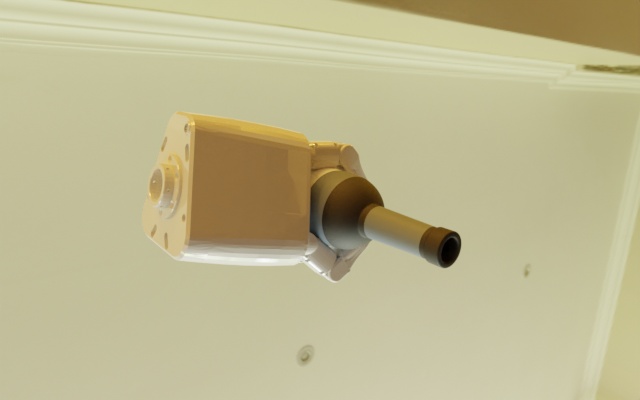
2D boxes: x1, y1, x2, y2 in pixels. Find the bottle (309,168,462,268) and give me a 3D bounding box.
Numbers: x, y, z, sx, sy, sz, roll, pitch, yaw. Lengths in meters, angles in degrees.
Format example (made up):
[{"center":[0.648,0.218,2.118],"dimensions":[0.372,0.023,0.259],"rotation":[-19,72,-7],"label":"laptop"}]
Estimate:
[{"center":[0.000,0.001,0.444],"dimensions":[0.069,0.069,0.295],"rotation":[0,13,-39],"label":"bottle"}]
